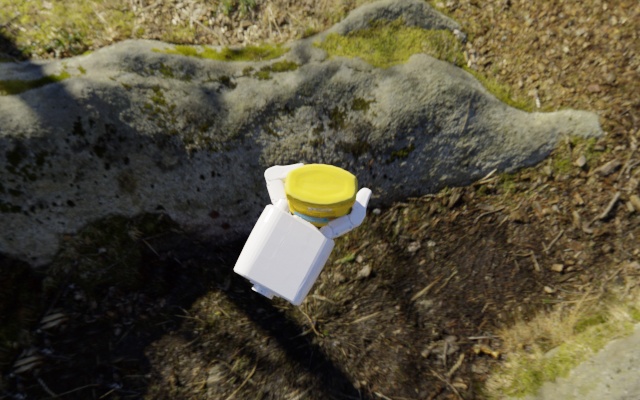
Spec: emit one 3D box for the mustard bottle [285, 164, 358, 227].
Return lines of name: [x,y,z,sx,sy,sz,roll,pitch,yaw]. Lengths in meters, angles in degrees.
mustard bottle: [0.000,0.002,0.713,0.096,0.058,0.192,3,-14,0]
